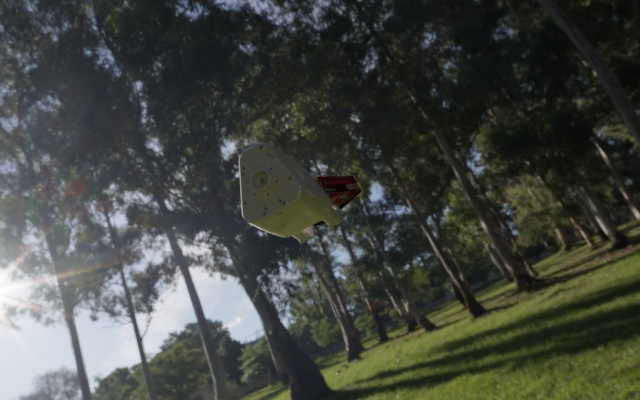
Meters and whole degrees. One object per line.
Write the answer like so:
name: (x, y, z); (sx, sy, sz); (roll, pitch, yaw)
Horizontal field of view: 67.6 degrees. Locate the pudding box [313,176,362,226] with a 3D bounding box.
pudding box: (0.000, 0.002, 0.804); (0.090, 0.039, 0.113); (-3, -28, -43)
